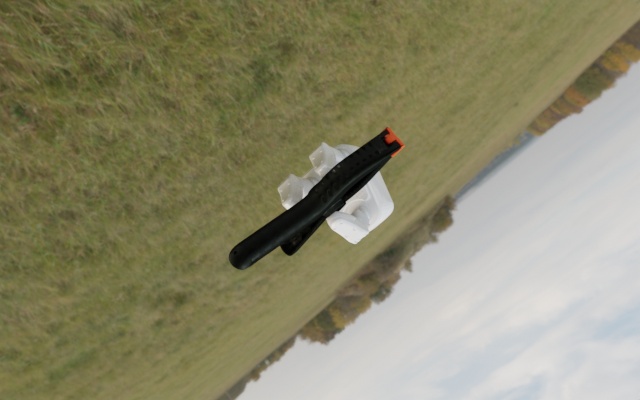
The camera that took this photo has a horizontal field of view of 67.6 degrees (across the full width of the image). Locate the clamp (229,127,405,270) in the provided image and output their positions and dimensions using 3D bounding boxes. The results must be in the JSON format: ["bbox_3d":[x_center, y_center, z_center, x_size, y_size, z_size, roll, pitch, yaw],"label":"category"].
[{"bbox_3d":[0.001,0.002,0.514,0.210,0.036,0.164,-43,-10,17],"label":"clamp"}]
